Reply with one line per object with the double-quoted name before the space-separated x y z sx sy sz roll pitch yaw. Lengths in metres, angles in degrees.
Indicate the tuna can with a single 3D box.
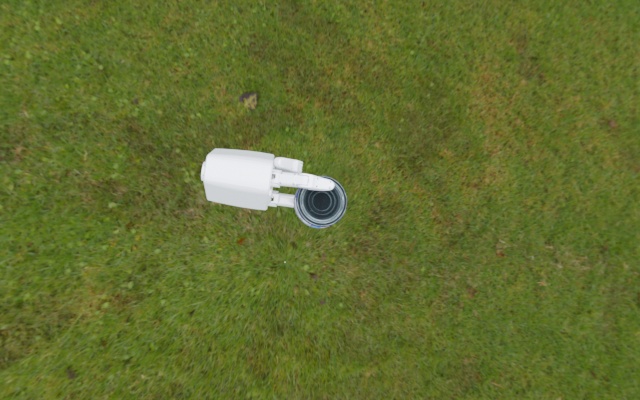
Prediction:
"tuna can" 0.000 0.003 0.788 0.086 0.086 0.034 0 -6 -10
